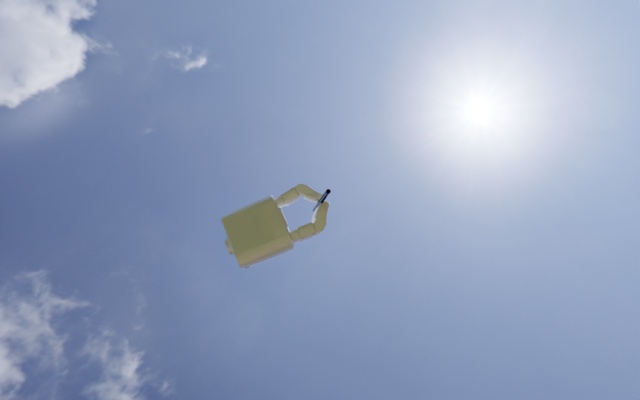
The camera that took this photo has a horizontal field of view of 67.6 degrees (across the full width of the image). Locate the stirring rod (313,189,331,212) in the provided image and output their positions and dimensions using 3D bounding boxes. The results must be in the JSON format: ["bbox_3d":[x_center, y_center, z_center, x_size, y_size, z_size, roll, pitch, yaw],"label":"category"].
[{"bbox_3d":[0.000,0.003,0.895,0.011,0.011,0.239,0,-9,-6],"label":"stirring rod"}]
